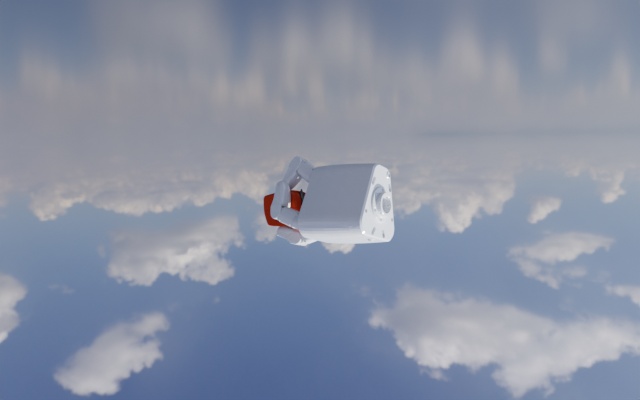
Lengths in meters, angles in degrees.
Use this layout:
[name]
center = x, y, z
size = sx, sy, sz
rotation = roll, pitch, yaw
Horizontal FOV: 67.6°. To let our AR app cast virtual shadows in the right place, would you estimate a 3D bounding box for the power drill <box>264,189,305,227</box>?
[power drill]
center = 0.000, 0.003, 0.823
size = 0.187, 0.057, 0.184
rotation = -11, 1, -35
